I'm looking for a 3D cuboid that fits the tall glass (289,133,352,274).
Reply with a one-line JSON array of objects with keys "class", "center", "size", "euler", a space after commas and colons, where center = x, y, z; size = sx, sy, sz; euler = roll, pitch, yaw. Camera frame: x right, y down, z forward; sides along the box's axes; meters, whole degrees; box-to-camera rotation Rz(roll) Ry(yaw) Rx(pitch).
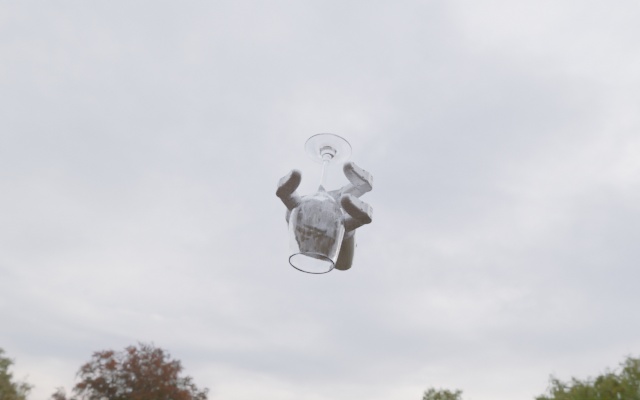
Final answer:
[{"class": "tall glass", "center": [0.000, 0.002, 0.685], "size": [0.079, 0.201, 0.079], "euler": [6, -35, 4]}]
